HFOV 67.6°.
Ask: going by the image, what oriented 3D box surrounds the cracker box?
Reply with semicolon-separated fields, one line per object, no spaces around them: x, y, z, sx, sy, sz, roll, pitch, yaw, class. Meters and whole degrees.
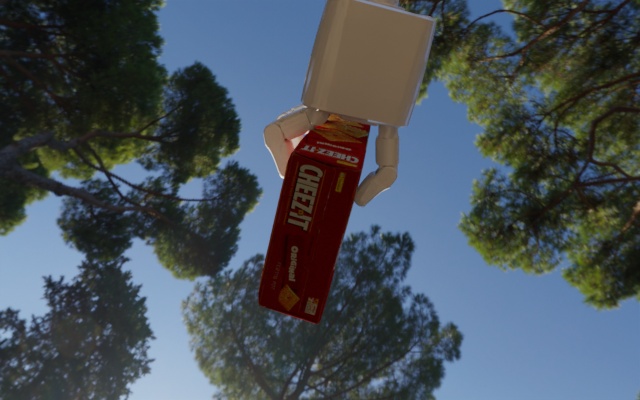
0.000;0.002;0.527;0.072;0.164;0.213;15;22;3;cracker box
